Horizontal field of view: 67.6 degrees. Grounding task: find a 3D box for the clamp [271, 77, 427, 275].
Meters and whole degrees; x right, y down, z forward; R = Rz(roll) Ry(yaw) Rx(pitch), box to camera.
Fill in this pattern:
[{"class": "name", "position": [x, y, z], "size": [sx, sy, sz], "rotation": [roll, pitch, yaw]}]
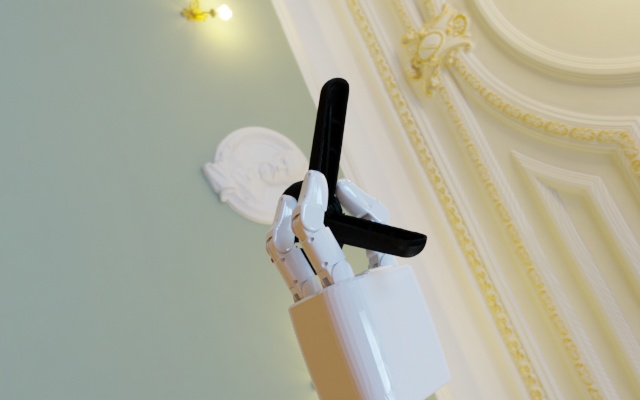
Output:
[{"class": "clamp", "position": [0.001, 0.002, 0.450], "size": [0.036, 0.164, 0.210], "rotation": [-8, -18, -34]}]
